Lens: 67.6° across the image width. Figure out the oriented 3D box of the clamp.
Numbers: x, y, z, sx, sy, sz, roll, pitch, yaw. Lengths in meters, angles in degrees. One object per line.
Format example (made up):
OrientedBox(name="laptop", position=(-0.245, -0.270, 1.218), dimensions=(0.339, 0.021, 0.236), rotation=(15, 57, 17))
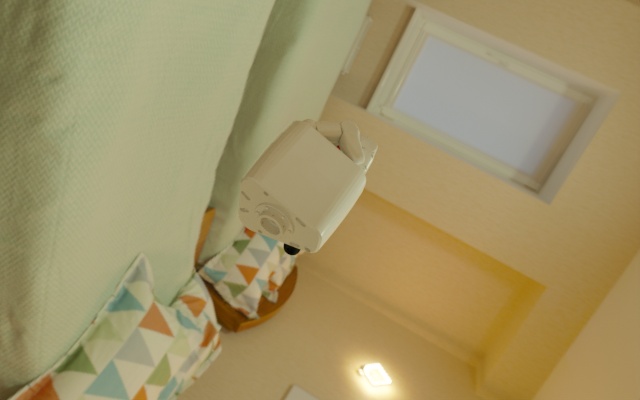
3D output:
OrientedBox(name="clamp", position=(0.001, 0.002, 0.649), dimensions=(0.039, 0.120, 0.172), rotation=(29, -38, 10))
